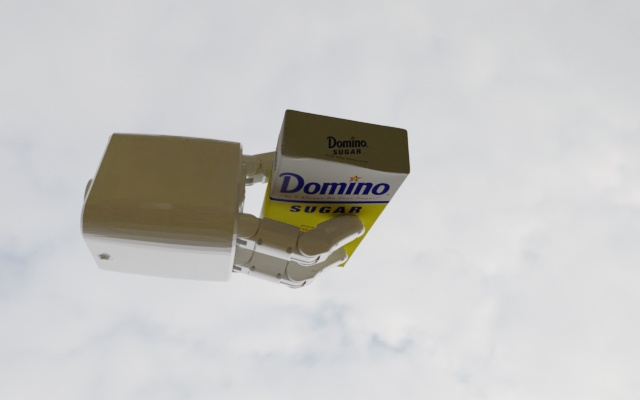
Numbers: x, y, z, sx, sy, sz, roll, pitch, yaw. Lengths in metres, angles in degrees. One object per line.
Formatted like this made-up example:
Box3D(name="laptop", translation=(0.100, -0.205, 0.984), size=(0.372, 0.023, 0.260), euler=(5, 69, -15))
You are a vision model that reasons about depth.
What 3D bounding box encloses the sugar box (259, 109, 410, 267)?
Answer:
Box3D(name="sugar box", translation=(0.000, 0.002, 0.401), size=(0.093, 0.048, 0.176), euler=(8, -28, -9))
